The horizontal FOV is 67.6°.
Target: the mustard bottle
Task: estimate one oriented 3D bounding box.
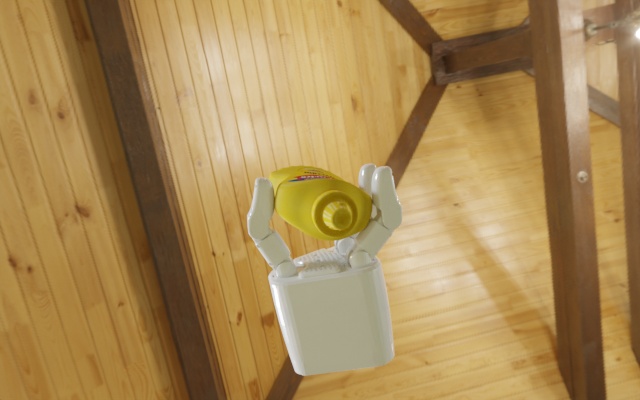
[{"bbox_3d":[0.000,0.001,0.486,0.096,0.058,0.191,10,7,-12],"label":"mustard bottle"}]
